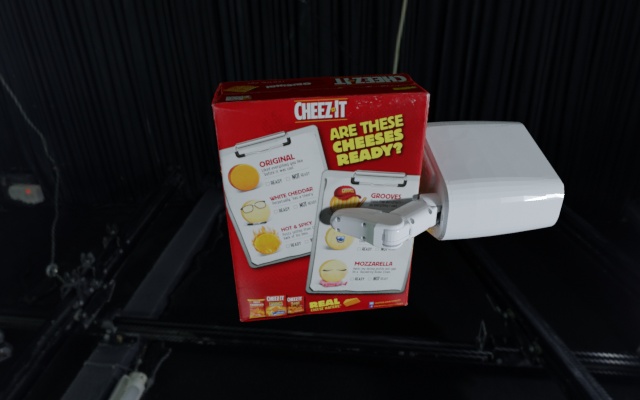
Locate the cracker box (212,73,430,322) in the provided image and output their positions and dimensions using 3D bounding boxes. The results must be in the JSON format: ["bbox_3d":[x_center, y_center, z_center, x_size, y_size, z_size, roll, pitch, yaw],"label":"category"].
[{"bbox_3d":[0.000,0.002,0.429,0.164,0.214,0.072,-4,30,-6],"label":"cracker box"}]
